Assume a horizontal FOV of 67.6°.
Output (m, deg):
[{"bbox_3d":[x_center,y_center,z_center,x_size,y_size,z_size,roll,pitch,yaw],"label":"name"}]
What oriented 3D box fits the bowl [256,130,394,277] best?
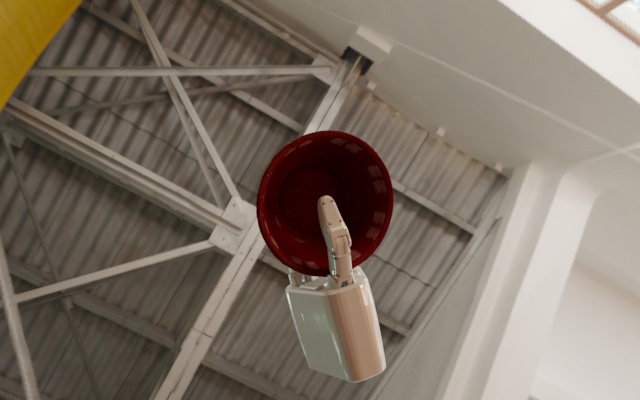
[{"bbox_3d":[0.000,0.000,0.545,0.162,0.162,0.055,0,7,-21],"label":"bowl"}]
